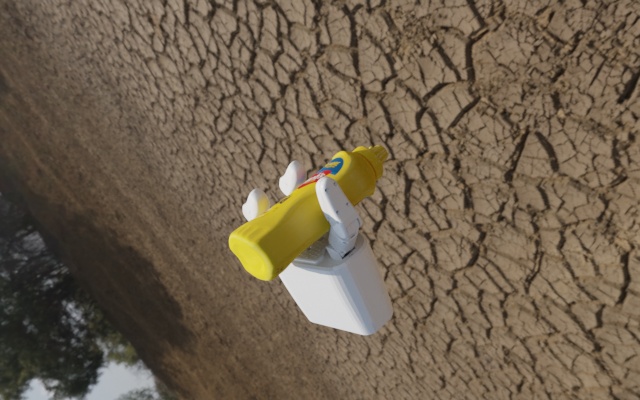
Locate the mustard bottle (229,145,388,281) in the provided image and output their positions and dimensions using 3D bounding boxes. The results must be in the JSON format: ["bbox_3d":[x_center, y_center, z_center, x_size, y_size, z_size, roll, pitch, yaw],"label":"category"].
[{"bbox_3d":[0.000,0.001,0.489,0.191,0.058,0.096,-38,7,-23],"label":"mustard bottle"}]
